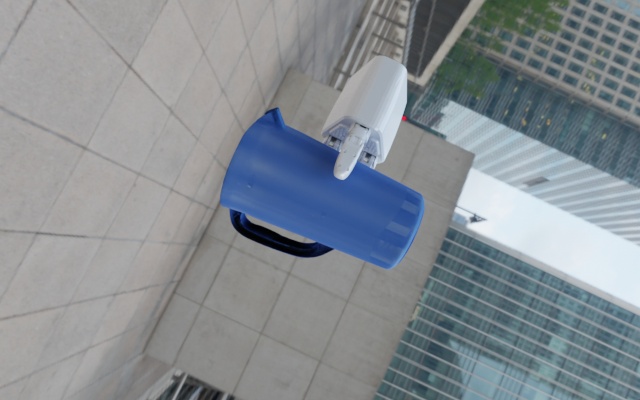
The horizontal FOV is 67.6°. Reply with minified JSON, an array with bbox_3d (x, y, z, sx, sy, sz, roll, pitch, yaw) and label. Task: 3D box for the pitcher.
[{"bbox_3d":[0.000,0.002,0.624,0.243,0.145,0.149,25,-18,1],"label":"pitcher"}]
